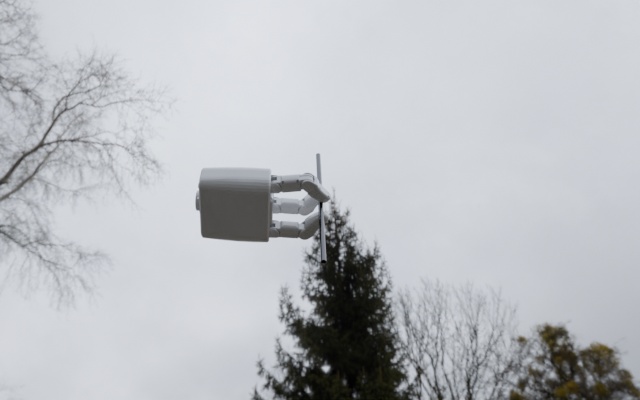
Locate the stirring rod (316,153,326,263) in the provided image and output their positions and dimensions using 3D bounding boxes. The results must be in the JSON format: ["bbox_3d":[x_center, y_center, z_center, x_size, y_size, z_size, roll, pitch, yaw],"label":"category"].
[{"bbox_3d":[0.000,0.002,0.748,0.011,0.011,0.239,0,43,-3],"label":"stirring rod"}]
